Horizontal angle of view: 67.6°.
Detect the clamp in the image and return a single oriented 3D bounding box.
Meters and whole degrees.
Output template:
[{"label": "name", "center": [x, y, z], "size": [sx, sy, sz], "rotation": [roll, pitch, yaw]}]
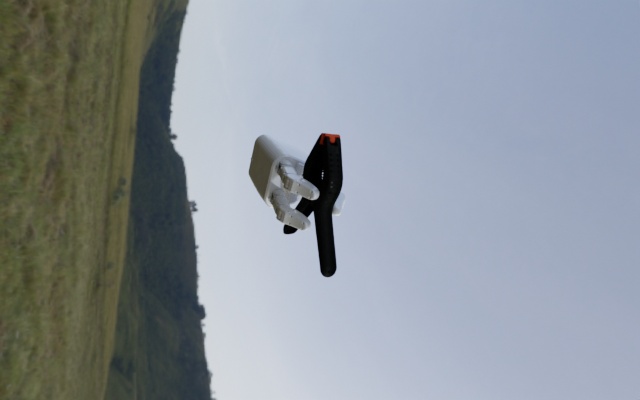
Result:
[{"label": "clamp", "center": [0.001, 0.002, 0.741], "size": [0.036, 0.210, 0.164], "rotation": [0, 28, -30]}]
